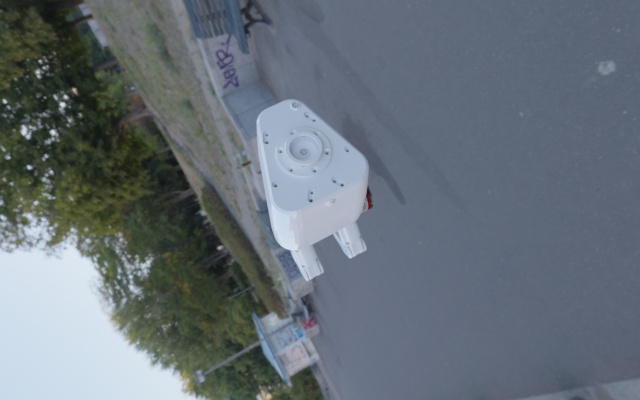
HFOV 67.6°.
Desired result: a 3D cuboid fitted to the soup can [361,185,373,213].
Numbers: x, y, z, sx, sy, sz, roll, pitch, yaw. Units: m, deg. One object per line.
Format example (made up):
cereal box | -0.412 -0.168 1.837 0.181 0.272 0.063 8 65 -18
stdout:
soup can | 0.000 0.002 0.549 0.102 0.068 0.068 -27 5 -11
